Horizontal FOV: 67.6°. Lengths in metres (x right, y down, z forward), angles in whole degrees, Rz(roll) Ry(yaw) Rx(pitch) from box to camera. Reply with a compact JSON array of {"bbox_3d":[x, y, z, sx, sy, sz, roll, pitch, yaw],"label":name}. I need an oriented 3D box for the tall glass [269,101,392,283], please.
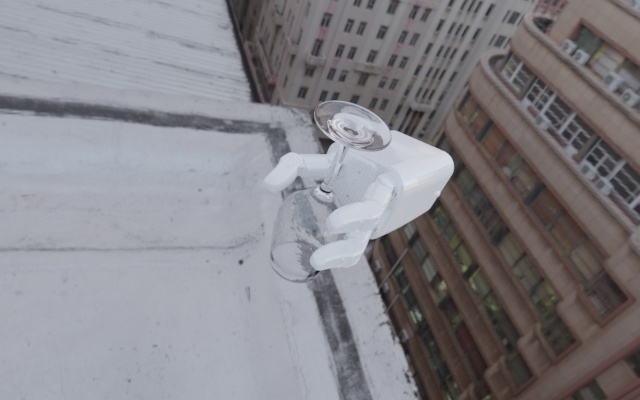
[{"bbox_3d":[0.000,0.001,0.494,0.079,0.201,0.079,14,40,-12],"label":"tall glass"}]
